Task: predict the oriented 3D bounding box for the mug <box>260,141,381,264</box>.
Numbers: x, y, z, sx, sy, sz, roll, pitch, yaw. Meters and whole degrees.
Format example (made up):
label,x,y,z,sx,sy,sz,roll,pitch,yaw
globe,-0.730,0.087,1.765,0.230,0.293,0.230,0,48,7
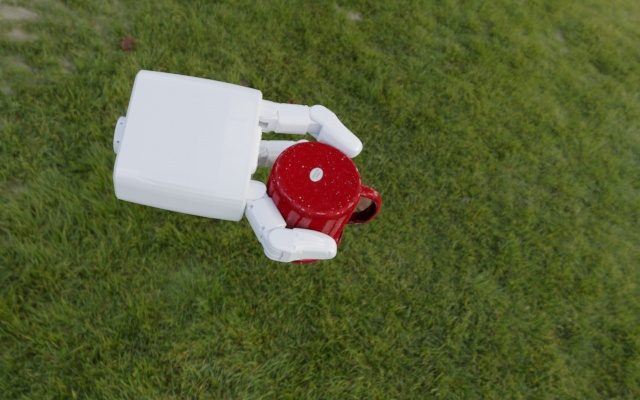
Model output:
label,x,y,z,sx,sy,sz,roll,pitch,yaw
mug,0.002,0.002,0.445,0.117,0.093,0.081,8,-33,-13
